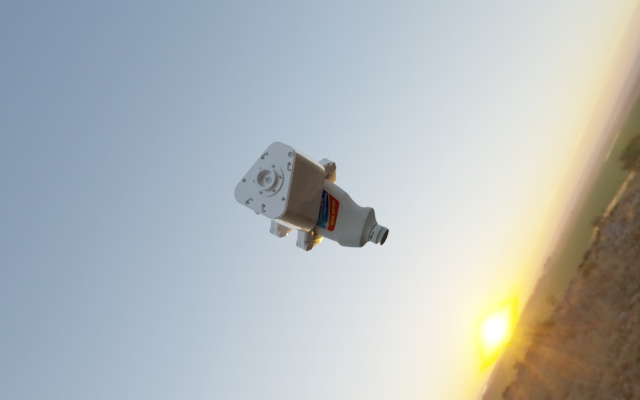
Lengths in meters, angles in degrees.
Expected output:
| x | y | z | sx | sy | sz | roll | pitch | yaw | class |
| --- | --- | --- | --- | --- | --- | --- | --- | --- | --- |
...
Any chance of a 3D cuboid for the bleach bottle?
| x | y | z | sx | sy | sz | roll | pitch | yaw | class |
| --- | --- | --- | --- | --- | --- | --- | --- | --- | --- |
| 0.000 | 0.003 | 0.795 | 0.251 | 0.102 | 0.068 | 24 | -1 | 25 | bleach bottle |
